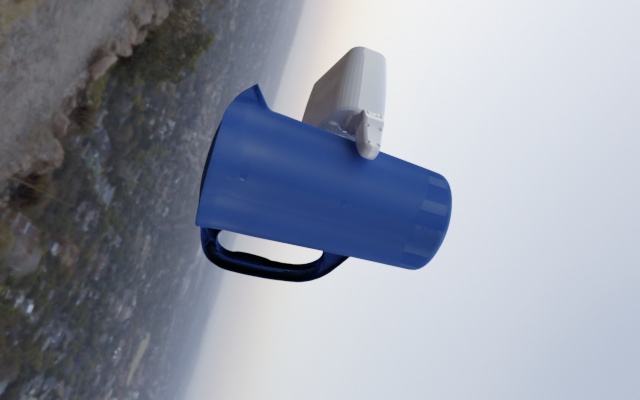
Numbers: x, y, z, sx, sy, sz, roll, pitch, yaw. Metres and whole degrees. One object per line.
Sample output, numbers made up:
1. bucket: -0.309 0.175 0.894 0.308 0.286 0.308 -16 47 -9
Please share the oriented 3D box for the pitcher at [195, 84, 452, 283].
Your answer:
1. pitcher: 0.000 0.001 0.491 0.243 0.145 0.149 16 -34 -10
